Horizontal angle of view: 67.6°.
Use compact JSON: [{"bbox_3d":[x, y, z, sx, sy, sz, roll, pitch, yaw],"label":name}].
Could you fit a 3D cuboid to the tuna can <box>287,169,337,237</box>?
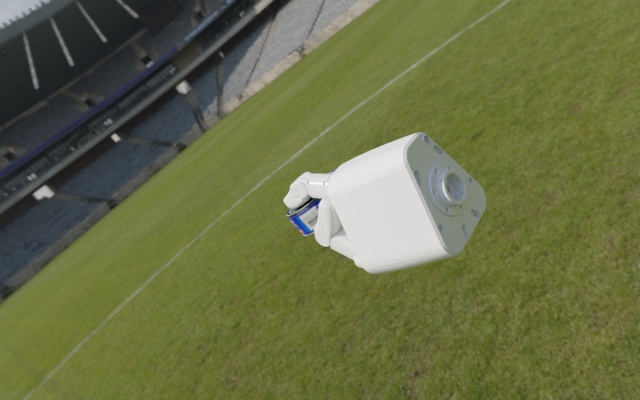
[{"bbox_3d":[0.000,0.001,0.575,0.086,0.034,0.086,-40,12,11],"label":"tuna can"}]
